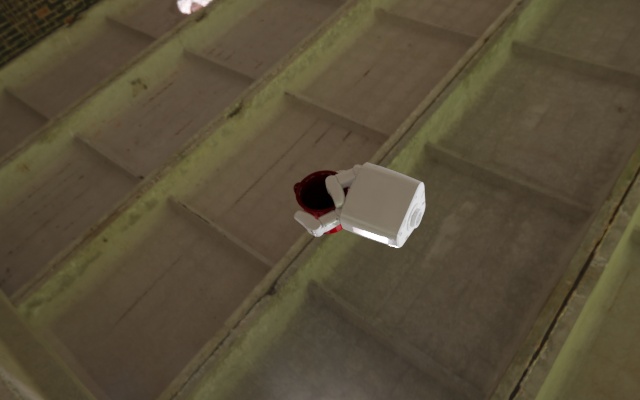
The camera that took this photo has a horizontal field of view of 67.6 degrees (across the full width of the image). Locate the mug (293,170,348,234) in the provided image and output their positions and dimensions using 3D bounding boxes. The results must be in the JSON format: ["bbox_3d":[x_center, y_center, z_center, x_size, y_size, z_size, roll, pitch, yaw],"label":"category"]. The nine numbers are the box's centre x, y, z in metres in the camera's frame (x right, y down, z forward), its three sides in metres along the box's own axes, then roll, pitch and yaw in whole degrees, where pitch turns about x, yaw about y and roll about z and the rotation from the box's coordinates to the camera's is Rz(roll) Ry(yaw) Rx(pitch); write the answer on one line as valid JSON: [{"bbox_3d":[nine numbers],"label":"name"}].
[{"bbox_3d":[-0.001,0.003,0.862,0.117,0.093,0.082,22,-29,28],"label":"mug"}]
